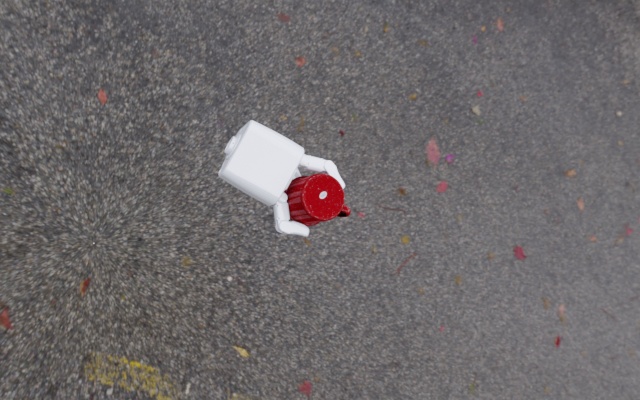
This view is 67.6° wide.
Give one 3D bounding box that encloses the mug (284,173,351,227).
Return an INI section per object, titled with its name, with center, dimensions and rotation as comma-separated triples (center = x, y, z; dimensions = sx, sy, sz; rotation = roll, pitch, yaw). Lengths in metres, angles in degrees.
[mug]
center = 0.001, 0.003, 0.837
dimensions = 0.117, 0.093, 0.081
rotation = 27, -15, -19
